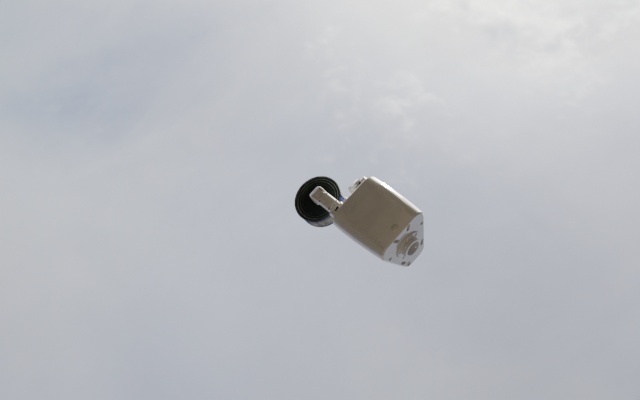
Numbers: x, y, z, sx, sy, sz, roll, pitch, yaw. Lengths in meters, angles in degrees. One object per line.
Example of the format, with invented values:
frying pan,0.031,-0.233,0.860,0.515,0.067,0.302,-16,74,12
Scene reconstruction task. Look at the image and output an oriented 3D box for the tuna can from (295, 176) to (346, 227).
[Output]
tuna can,0.000,0.003,0.834,0.086,0.086,0.034,0,-24,24
